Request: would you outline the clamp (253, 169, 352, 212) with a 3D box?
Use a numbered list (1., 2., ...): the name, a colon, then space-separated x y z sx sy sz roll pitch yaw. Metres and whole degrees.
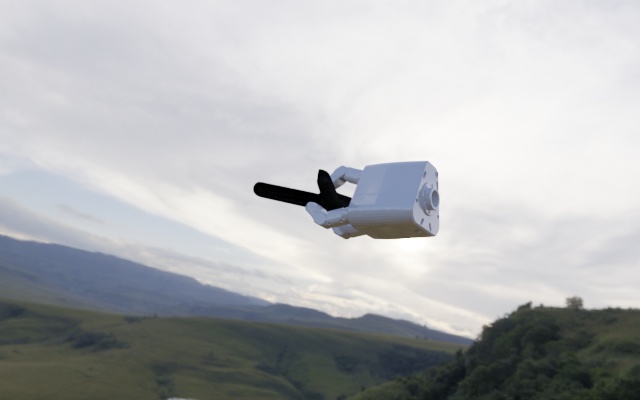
1. clamp: 0.001 0.002 0.815 0.164 0.036 0.210 -3 -22 38
